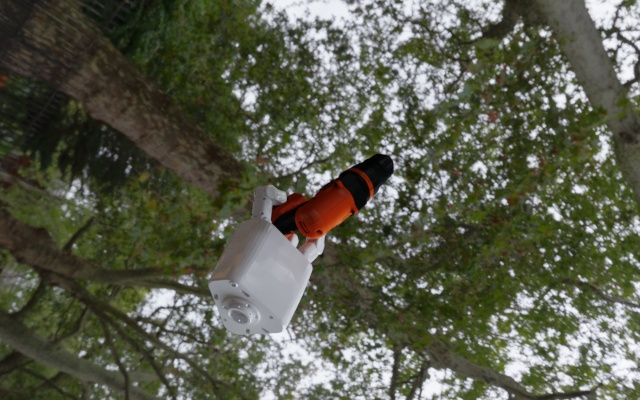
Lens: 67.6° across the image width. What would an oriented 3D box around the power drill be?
[{"bbox_3d":[0.000,0.003,0.686,0.184,0.057,0.188,-35,7,-37],"label":"power drill"}]
